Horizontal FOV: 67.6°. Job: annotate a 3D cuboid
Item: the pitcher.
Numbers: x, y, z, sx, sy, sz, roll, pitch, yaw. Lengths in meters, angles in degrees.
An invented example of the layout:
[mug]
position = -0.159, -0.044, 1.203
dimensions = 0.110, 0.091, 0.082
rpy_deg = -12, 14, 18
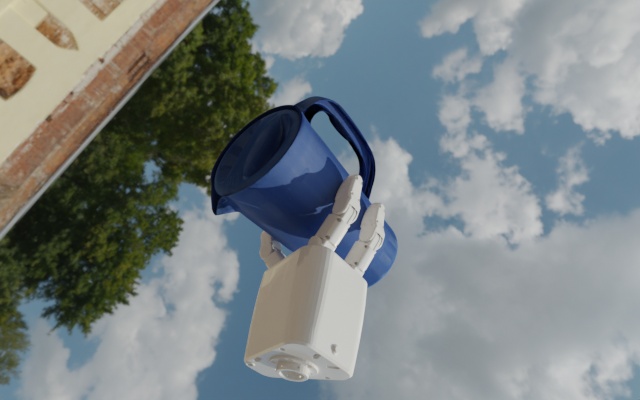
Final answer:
[pitcher]
position = 0.000, 0.002, 0.591
dimensions = 0.149, 0.145, 0.243
rpy_deg = -21, -49, 31
